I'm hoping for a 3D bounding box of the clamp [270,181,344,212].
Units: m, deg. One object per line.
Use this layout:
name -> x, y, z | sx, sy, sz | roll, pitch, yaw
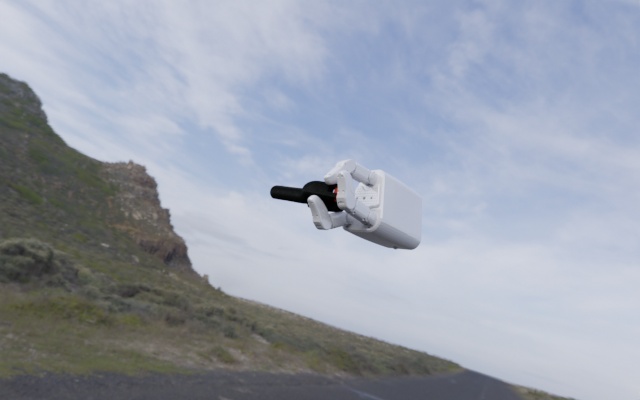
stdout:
clamp -> 0.000, 0.002, 0.823 | 0.120, 0.039, 0.171 | 26, -16, -33
